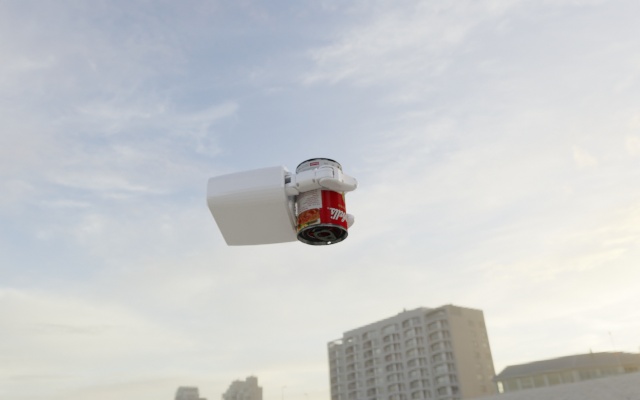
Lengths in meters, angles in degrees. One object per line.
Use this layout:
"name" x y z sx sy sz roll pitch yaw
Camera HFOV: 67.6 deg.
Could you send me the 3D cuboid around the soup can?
"soup can" 0.001 0.002 0.646 0.068 0.102 0.068 -3 -27 -1
